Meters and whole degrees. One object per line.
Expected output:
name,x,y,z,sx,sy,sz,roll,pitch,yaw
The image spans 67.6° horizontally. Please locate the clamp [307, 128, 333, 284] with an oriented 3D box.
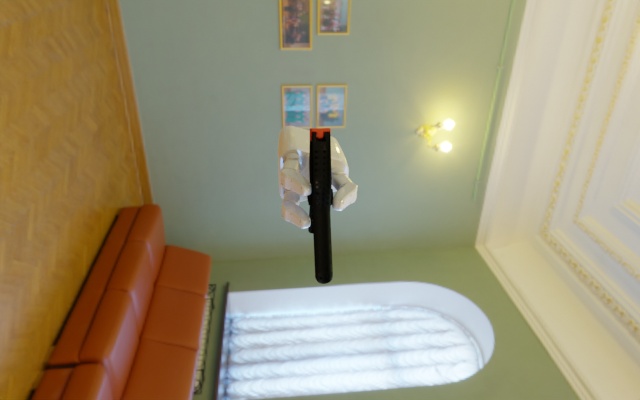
clamp,0.001,0.002,0.688,0.036,0.210,0.164,-2,31,-6
